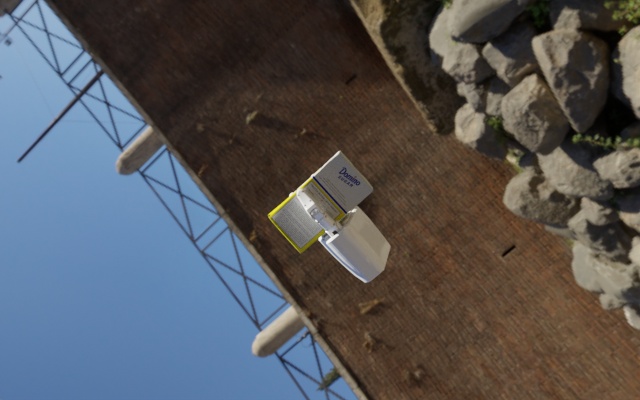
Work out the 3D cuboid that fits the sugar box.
[{"bbox_3d":[0.000,0.003,0.861,0.176,0.093,0.048,-41,5,9],"label":"sugar box"}]
